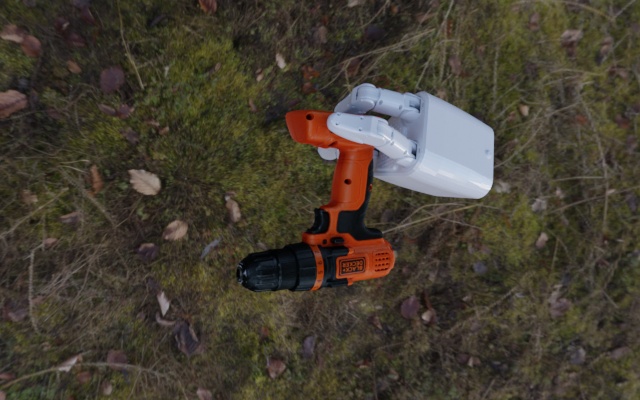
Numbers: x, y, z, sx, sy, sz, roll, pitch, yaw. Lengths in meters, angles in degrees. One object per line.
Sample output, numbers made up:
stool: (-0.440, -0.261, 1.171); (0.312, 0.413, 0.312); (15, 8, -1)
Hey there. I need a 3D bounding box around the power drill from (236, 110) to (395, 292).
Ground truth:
power drill: (0.000, 0.001, 0.505); (0.184, 0.187, 0.057); (-2, 9, -32)
